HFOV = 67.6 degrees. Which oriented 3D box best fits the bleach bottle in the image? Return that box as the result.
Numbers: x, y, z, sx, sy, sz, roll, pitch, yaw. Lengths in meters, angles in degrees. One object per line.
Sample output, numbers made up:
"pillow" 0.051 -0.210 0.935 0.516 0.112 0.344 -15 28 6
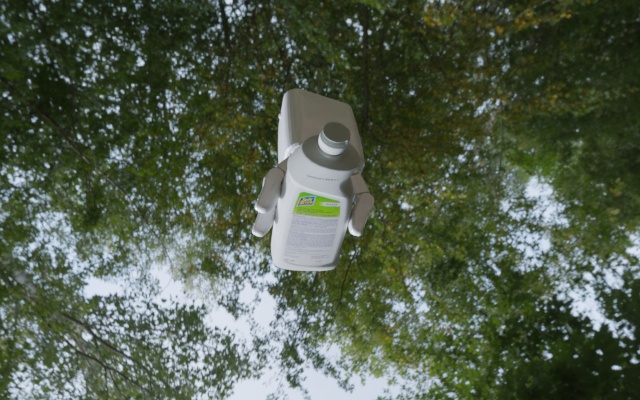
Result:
"bleach bottle" 0.000 0.002 0.585 0.102 0.068 0.251 2 -35 -13
